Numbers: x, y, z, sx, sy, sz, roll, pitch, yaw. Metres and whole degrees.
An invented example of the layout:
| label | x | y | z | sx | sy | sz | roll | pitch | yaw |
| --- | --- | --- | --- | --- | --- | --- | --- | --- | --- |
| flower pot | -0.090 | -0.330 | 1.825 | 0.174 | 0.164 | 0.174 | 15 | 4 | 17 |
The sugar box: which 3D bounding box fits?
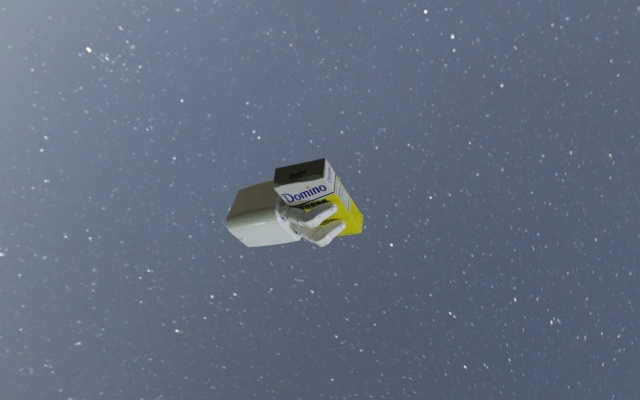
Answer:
| label | x | y | z | sx | sy | sz | roll | pitch | yaw |
| --- | --- | --- | --- | --- | --- | --- | --- | --- | --- |
| sugar box | 0.000 | 0.003 | 0.814 | 0.093 | 0.048 | 0.176 | -10 | -34 | 23 |
